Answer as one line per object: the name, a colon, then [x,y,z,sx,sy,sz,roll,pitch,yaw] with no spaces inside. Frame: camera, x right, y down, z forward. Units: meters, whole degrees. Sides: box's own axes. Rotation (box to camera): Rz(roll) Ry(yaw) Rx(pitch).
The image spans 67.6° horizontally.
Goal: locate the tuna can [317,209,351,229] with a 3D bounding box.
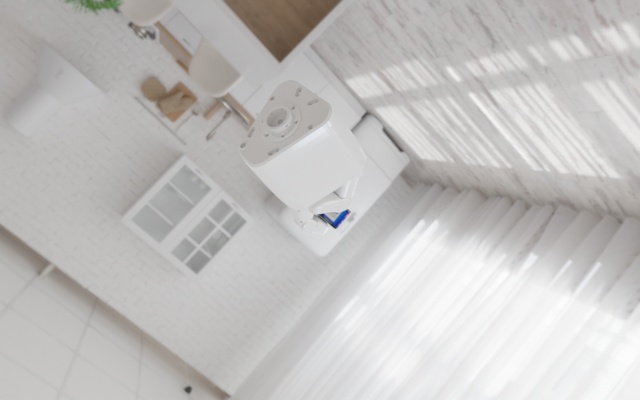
tuna can: [0.000,0.003,0.673,0.086,0.034,0.086,40,-2,2]
